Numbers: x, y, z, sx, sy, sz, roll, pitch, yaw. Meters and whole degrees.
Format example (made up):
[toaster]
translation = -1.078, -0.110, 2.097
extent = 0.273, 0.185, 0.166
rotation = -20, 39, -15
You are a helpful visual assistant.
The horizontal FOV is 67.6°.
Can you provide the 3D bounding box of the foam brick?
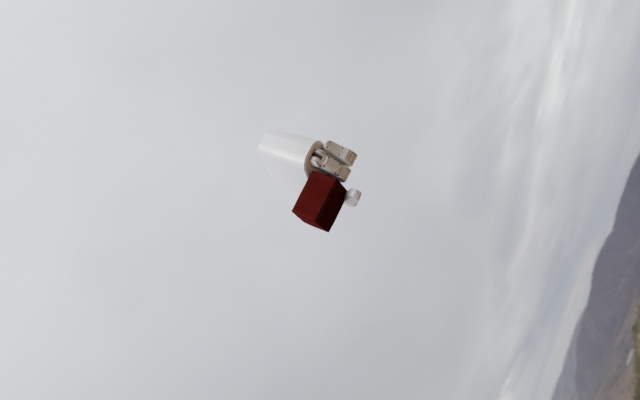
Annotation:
[foam brick]
translation = 0.000, 0.003, 0.765
extent = 0.051, 0.078, 0.053
rotation = 20, -14, 31
